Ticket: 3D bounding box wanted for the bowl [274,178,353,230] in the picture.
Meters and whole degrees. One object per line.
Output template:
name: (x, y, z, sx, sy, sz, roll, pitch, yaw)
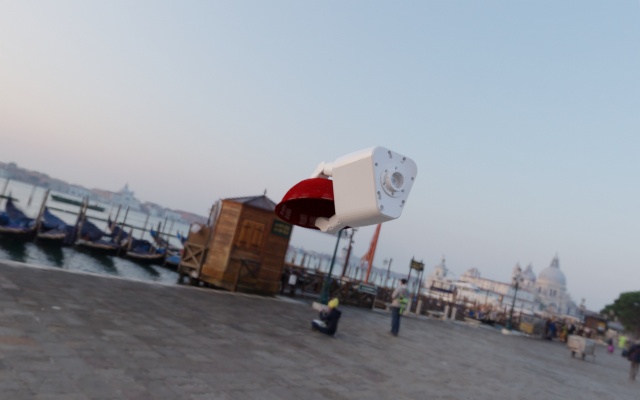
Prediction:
bowl: (-0.001, 0.003, 0.863, 0.162, 0.055, 0.162, 4, -23, 2)
